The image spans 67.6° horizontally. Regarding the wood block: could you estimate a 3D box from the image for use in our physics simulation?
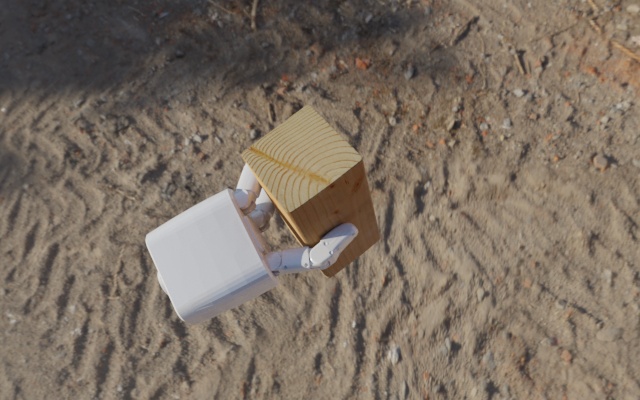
[{"bbox_3d":[0.000,0.002,0.550,0.090,0.090,0.206,-37,-27,-7],"label":"wood block"}]
